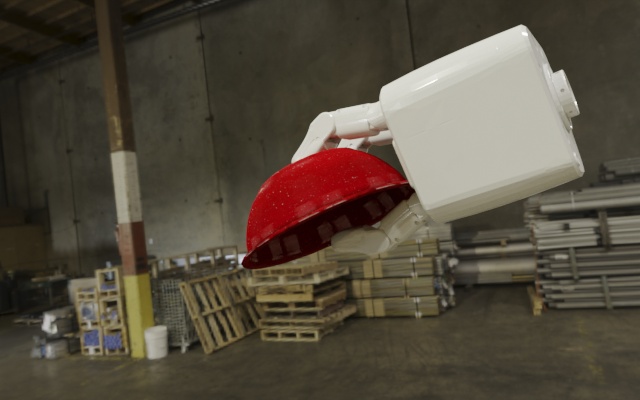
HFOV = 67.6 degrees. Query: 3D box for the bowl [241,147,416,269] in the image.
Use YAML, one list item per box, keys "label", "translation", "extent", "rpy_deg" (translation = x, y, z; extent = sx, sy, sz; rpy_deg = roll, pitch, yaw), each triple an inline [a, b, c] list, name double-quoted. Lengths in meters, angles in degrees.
- label: "bowl"
  translation: [-0.001, 0.002, 0.408]
  extent: [0.162, 0.055, 0.162]
  rpy_deg: [-23, -14, -6]
